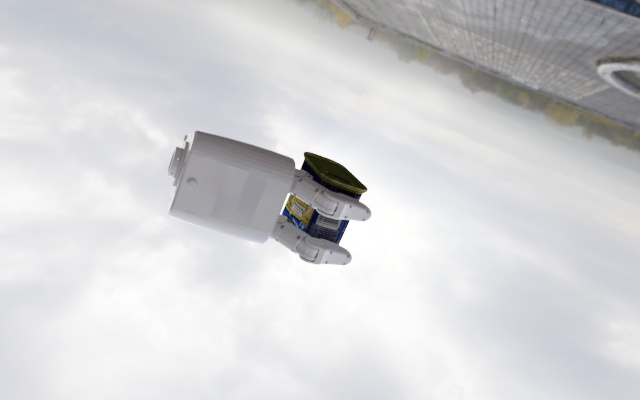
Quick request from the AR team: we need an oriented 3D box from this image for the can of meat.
[{"bbox_3d":[0.000,0.002,0.547,0.057,0.084,0.102,17,17,-25],"label":"can of meat"}]
